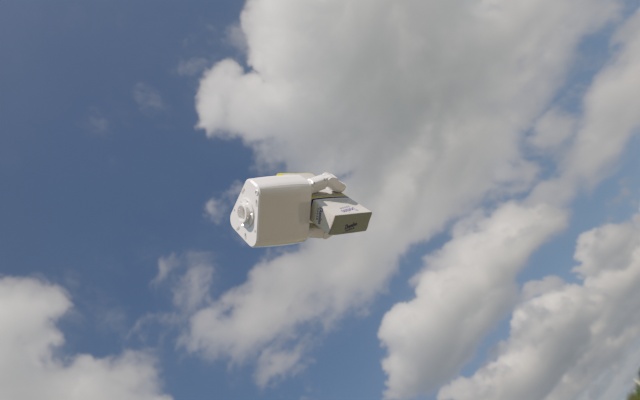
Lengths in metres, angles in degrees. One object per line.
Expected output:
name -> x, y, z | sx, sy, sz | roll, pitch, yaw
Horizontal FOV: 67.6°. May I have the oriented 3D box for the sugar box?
sugar box -> 0.000, 0.003, 0.875 | 0.093, 0.048, 0.176 | -3, 30, -41
